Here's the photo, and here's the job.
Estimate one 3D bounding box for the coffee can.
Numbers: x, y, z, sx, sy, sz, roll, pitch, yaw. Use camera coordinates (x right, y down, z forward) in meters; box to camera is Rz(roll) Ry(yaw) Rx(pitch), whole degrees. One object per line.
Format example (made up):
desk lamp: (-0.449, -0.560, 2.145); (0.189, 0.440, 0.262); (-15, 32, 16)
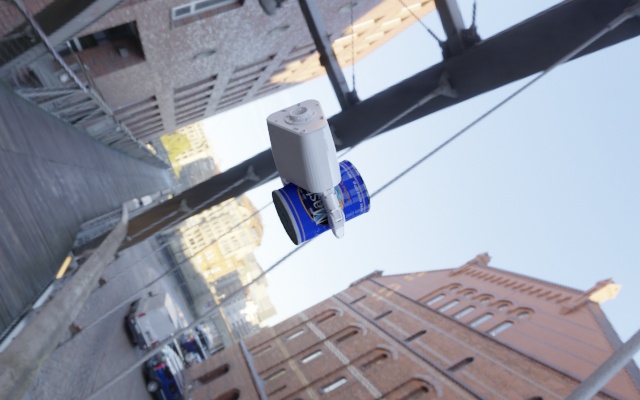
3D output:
coffee can: (0.000, 0.003, 0.821); (0.140, 0.103, 0.103); (-24, 6, -14)
